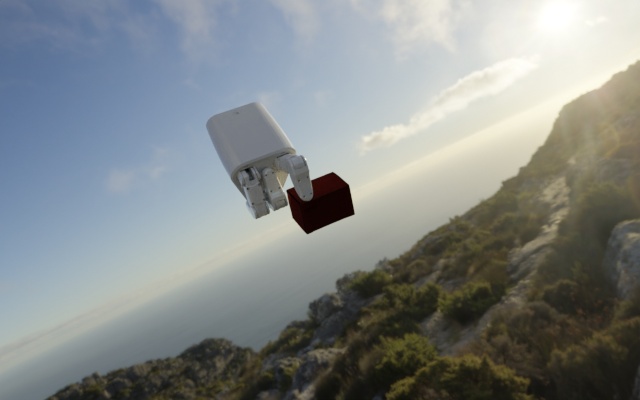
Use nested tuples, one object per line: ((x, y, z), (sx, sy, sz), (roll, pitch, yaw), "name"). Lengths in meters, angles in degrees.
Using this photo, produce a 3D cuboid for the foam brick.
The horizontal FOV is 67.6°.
((0.000, 0.002, 0.673), (0.078, 0.053, 0.051), (-21, 33, -17), "foam brick")
